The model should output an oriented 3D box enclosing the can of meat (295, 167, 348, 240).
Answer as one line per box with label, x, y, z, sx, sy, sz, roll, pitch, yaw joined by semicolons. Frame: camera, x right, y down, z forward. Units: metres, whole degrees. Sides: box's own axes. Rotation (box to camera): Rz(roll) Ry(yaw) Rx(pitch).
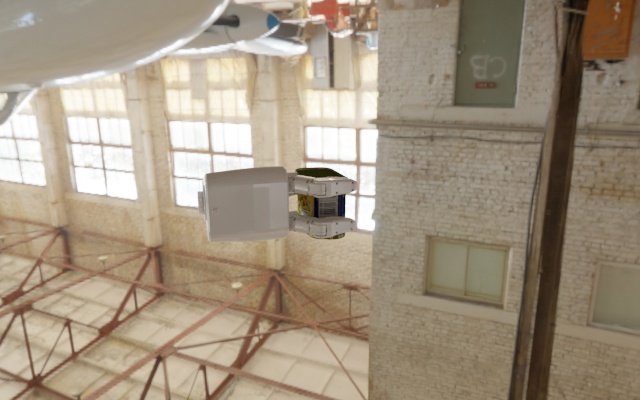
can of meat;0.000;0.003;0.684;0.057;0.084;0.102;-4;15;-18
